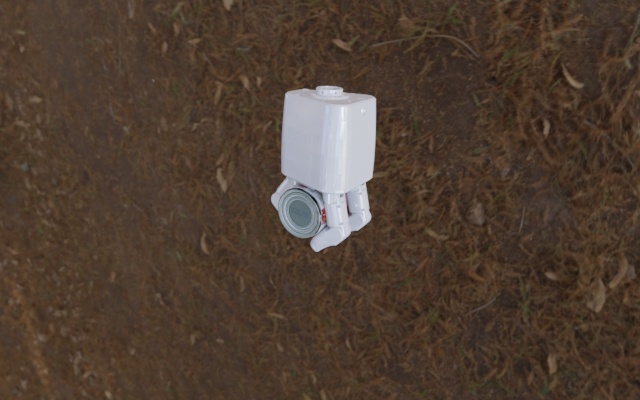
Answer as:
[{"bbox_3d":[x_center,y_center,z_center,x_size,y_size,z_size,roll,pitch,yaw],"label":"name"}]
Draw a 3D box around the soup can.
[{"bbox_3d":[0.000,0.003,0.635,0.068,0.068,0.102,0,17,35],"label":"soup can"}]
